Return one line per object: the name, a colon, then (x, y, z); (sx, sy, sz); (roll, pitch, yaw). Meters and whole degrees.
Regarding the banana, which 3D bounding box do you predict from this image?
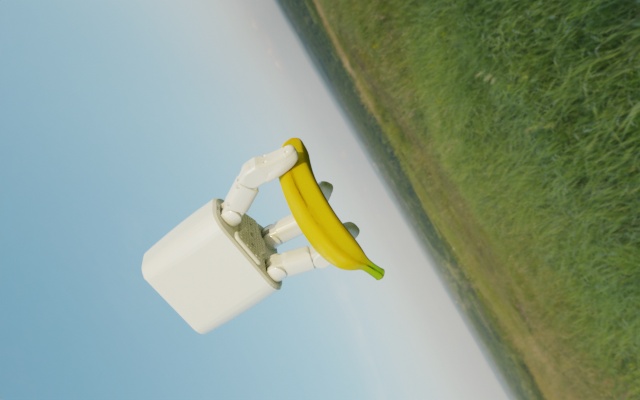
banana: (-0.008, -0.001, 0.479); (0.037, 0.197, 0.070); (-39, -33, 15)
